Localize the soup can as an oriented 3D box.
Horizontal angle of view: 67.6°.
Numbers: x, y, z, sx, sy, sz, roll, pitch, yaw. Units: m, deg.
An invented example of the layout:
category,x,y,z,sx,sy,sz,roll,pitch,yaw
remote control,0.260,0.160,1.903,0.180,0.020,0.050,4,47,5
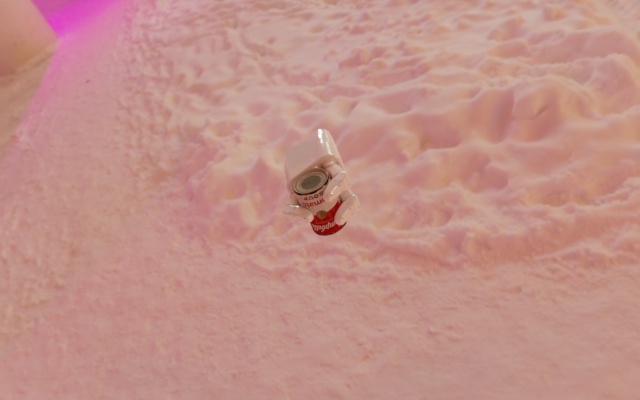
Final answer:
category,x,y,z,sx,sy,sz,roll,pitch,yaw
soup can,0.000,0.003,0.829,0.068,0.102,0.068,-15,38,13
